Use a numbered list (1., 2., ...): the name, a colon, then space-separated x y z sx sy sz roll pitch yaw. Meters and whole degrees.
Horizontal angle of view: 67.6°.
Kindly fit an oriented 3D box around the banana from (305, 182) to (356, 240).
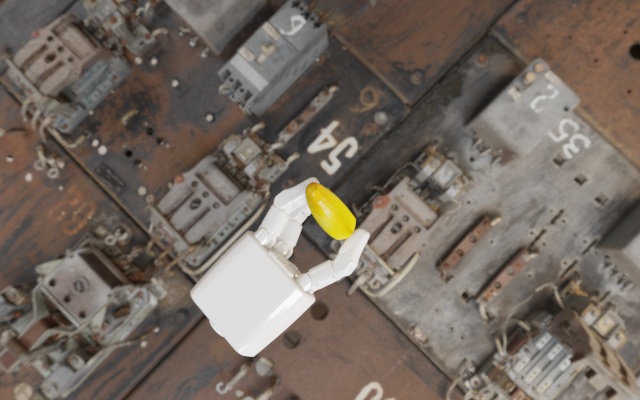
1. banana: 0.013 0.016 0.559 0.037 0.069 0.198 -42 -3 1
